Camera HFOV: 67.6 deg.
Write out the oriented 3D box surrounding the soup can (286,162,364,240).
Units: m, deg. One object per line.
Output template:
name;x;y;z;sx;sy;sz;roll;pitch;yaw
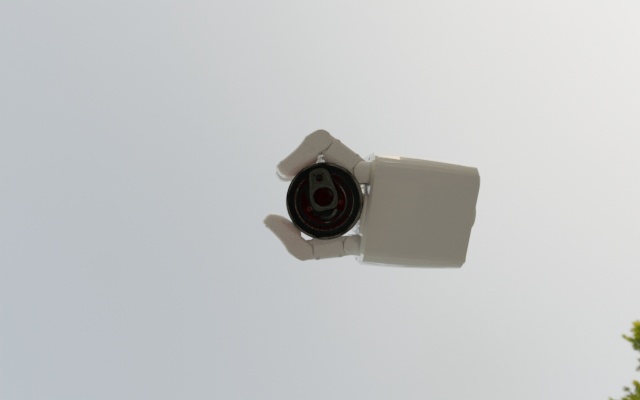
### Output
soup can;0.000;0.002;0.464;0.068;0.068;0.102;0;-1;-4
